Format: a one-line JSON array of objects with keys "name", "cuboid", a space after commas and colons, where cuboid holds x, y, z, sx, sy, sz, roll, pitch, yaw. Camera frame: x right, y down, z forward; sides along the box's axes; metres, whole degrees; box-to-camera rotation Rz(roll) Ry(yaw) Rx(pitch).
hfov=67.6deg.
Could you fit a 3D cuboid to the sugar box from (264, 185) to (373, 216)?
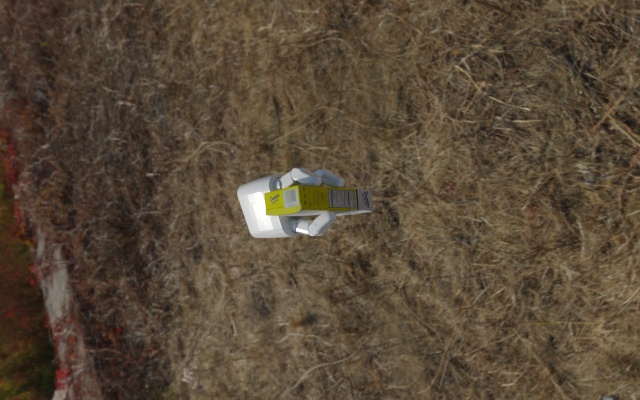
[{"name": "sugar box", "cuboid": [0.000, 0.002, 0.827, 0.176, 0.048, 0.093, -1, -6, -45]}]
